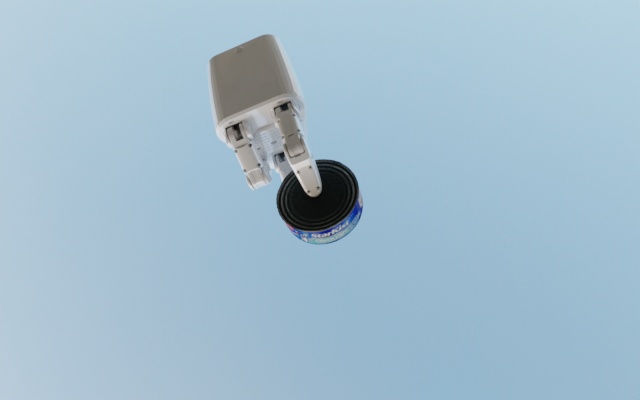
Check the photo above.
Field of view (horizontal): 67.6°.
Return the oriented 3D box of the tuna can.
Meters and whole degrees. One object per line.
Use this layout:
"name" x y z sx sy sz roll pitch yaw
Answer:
"tuna can" 0.000 0.002 0.492 0.086 0.086 0.034 0 -31 16
